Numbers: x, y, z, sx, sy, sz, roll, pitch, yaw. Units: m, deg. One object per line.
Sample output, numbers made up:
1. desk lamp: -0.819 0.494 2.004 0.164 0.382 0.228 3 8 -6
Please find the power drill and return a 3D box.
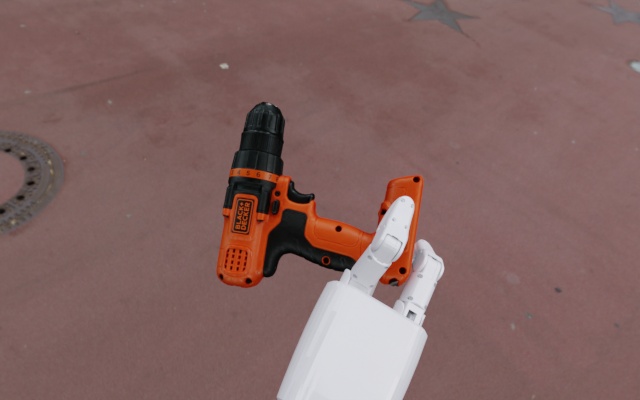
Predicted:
1. power drill: 0.000 0.002 0.462 0.187 0.184 0.057 8 -6 9
